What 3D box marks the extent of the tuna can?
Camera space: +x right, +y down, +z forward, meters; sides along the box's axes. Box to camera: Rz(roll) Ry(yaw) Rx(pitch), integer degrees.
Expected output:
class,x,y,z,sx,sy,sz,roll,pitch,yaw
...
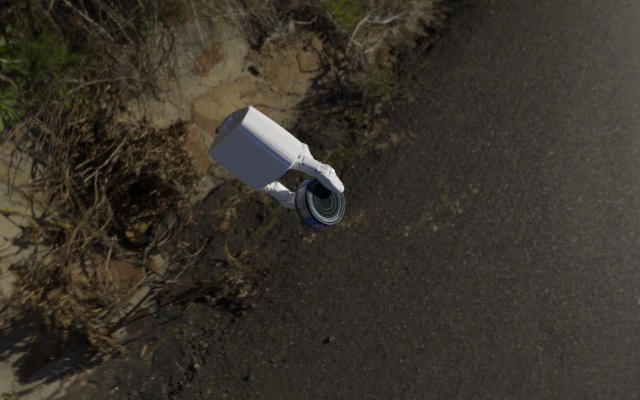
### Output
class,x,y,z,sx,sy,sz,roll,pitch,yaw
tuna can,0.001,0.003,0.797,0.086,0.086,0.034,0,-13,-41
